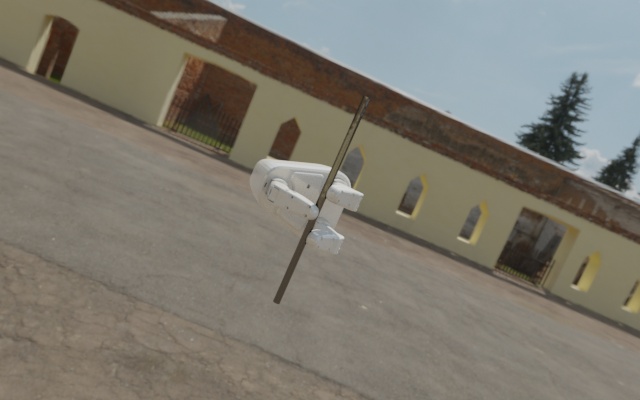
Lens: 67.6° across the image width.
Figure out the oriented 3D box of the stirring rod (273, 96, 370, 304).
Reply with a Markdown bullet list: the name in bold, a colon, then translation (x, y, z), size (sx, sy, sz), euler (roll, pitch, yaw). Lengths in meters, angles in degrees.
- **stirring rod**: translation (0.000, 0.002, 0.511), size (0.011, 0.239, 0.011), euler (24, 5, -2)
